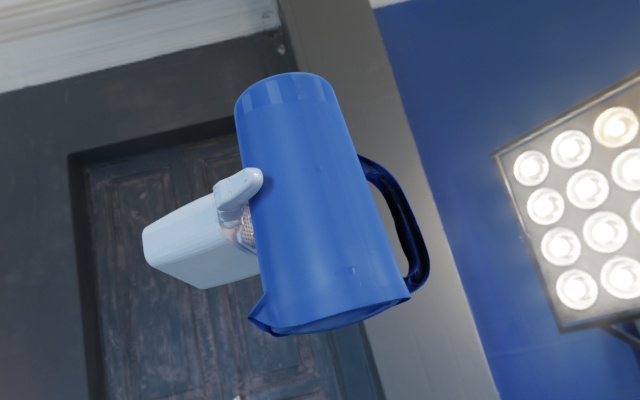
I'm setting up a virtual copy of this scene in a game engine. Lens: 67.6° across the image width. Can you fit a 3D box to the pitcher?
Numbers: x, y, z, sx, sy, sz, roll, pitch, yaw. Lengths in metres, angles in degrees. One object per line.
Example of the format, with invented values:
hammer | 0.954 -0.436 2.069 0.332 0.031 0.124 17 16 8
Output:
pitcher | 0.000 0.002 0.473 0.145 0.242 0.149 -22 -19 23
